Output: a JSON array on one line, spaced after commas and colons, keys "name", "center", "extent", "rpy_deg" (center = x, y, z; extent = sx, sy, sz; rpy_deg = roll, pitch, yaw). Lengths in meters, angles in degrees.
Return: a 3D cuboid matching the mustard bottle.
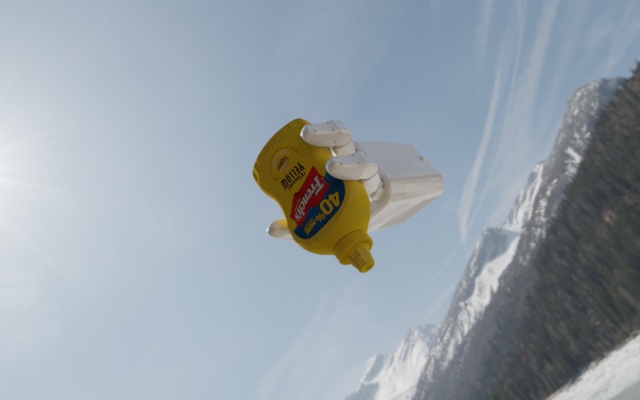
[{"name": "mustard bottle", "center": [0.000, 0.002, 0.523], "extent": [0.058, 0.096, 0.191], "rpy_deg": [21, 27, -53]}]
